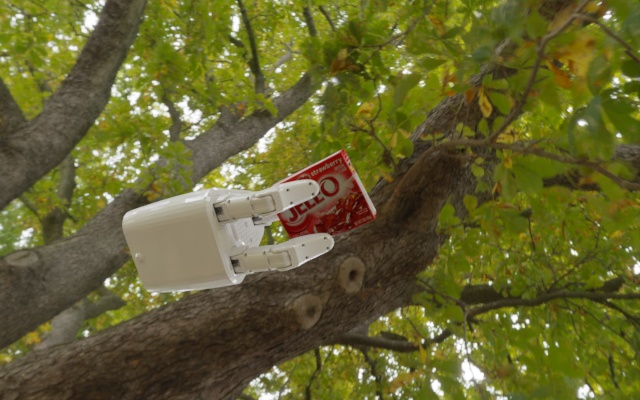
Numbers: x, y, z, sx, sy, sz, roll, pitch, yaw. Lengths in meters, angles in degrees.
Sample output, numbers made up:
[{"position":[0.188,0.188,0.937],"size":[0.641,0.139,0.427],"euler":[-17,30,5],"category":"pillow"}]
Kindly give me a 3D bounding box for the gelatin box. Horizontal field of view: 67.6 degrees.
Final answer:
[{"position":[0.000,0.001,0.474],"size":[0.089,0.073,0.030],"euler":[-26,8,15],"category":"gelatin box"}]
